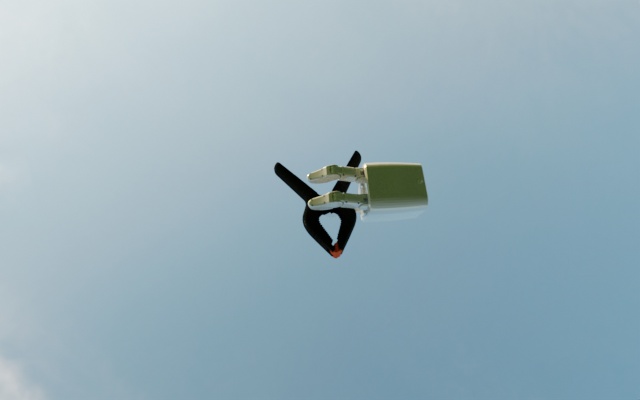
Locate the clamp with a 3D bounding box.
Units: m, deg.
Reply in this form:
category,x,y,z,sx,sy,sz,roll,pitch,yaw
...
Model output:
category,x,y,z,sx,sy,sz,roll,pitch,yaw
clamp,0.000,0.004,0.854,0.164,0.209,0.036,-4,-30,0
